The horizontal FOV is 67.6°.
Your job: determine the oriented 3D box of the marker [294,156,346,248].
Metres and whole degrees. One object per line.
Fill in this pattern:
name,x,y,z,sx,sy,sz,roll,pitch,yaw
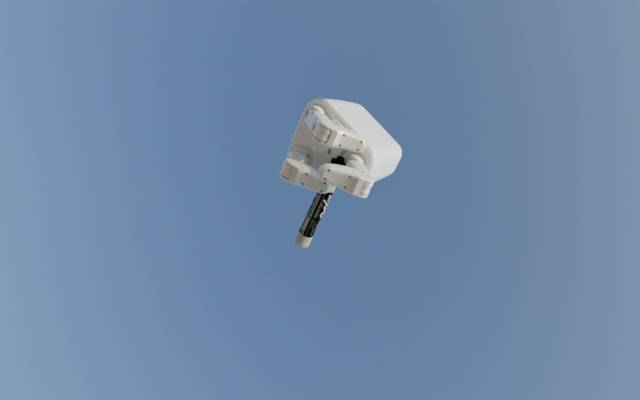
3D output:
marker,0.000,0.002,0.562,0.020,0.121,0.020,21,23,-9
